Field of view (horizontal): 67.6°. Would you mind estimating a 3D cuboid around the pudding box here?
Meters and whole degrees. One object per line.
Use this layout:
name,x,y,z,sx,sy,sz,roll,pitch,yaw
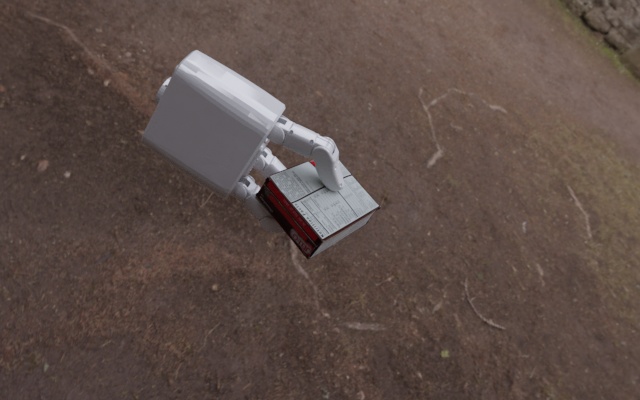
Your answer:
pudding box,0.000,0.002,0.517,0.113,0.090,0.039,-26,-18,-45
